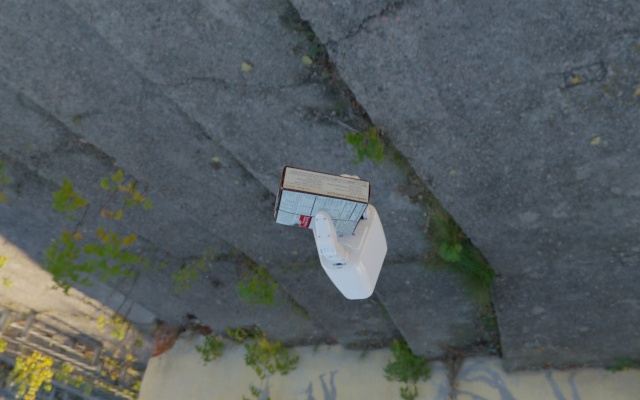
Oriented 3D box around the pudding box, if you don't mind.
[{"bbox_3d":[0.000,0.002,0.615,0.113,0.039,0.090,9,-32,-7],"label":"pudding box"}]
